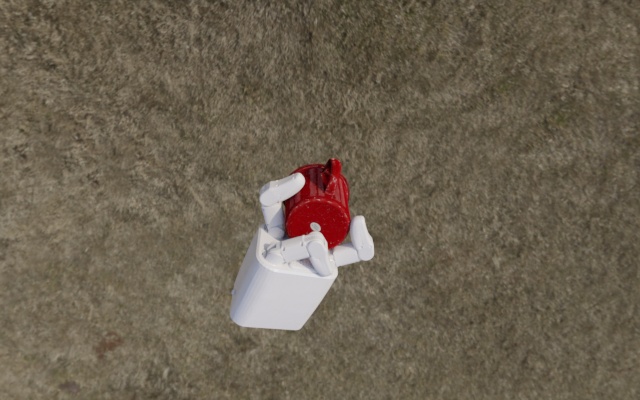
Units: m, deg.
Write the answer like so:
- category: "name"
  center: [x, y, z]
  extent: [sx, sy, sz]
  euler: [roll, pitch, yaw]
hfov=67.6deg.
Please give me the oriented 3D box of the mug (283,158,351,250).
- category: "mug"
  center: [0.001, 0.001, 0.607]
  extent: [0.093, 0.117, 0.081]
  euler: [19, 28, -14]
